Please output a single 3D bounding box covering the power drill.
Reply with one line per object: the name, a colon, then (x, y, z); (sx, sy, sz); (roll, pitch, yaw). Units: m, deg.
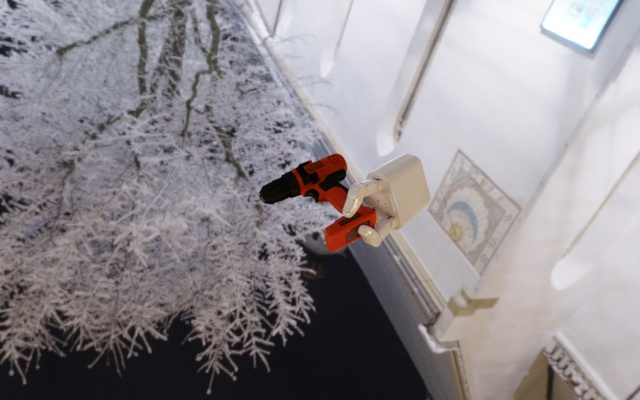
power drill: (0.001, 0.003, 0.882); (0.184, 0.187, 0.057); (-26, -35, -15)
